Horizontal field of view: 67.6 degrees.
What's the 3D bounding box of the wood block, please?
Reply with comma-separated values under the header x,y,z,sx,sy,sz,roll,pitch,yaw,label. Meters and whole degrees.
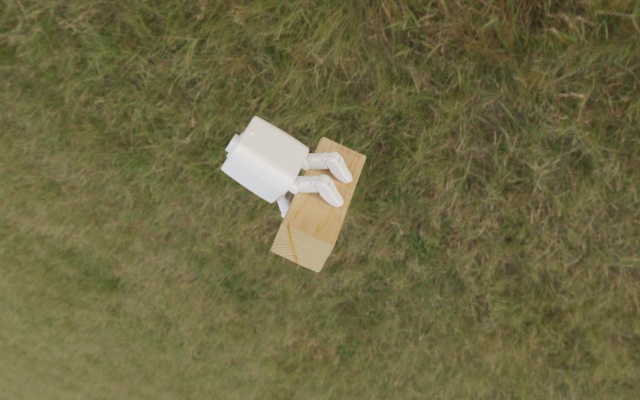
x,y,z,sx,sy,sz,roll,pitch,yaw,label
0.000,0.003,0.813,0.090,0.206,0.091,24,-39,-2,wood block
